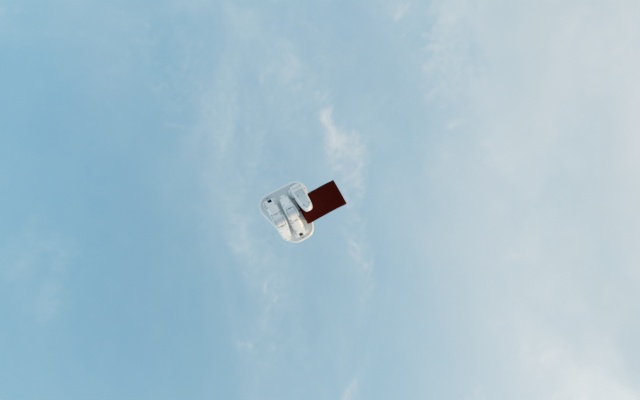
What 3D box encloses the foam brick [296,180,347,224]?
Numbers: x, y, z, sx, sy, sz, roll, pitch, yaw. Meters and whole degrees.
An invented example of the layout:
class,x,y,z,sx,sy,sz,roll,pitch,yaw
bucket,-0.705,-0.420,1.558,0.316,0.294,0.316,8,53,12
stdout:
class,x,y,z,sx,sy,sz,roll,pitch,yaw
foam brick,0.000,0.003,0.895,0.078,0.053,0.051,-27,-1,-8
